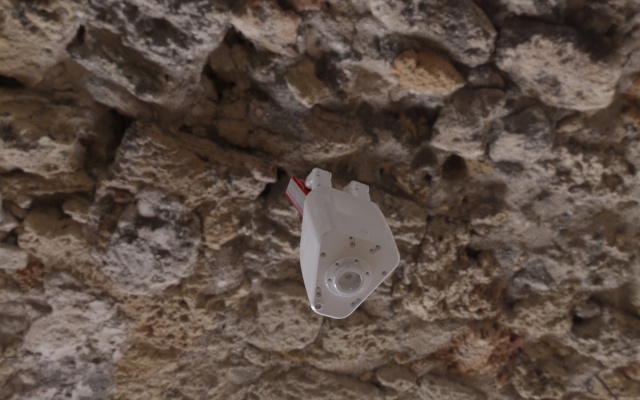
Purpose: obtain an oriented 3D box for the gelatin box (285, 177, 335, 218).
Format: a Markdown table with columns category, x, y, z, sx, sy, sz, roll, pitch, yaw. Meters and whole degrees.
| category | x | y | z | sx | sy | sz | roll | pitch | yaw |
| --- | --- | --- | --- | --- | --- | --- | --- | --- | --- |
| gelatin box | 0.000 | 0.002 | 0.664 | 0.073 | 0.030 | 0.089 | 13 | 19 | -27 |
